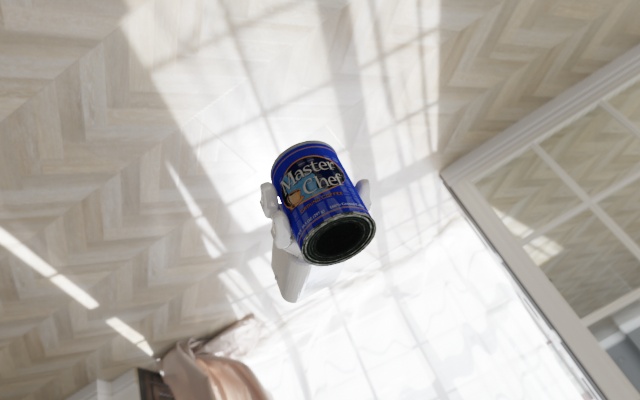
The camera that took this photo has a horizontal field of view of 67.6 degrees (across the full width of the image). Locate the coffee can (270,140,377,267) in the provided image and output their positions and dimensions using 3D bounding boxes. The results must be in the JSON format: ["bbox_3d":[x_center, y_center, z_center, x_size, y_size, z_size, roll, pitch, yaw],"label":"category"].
[{"bbox_3d":[0.000,0.002,0.642,0.103,0.140,0.103,-15,-39,-13],"label":"coffee can"}]
